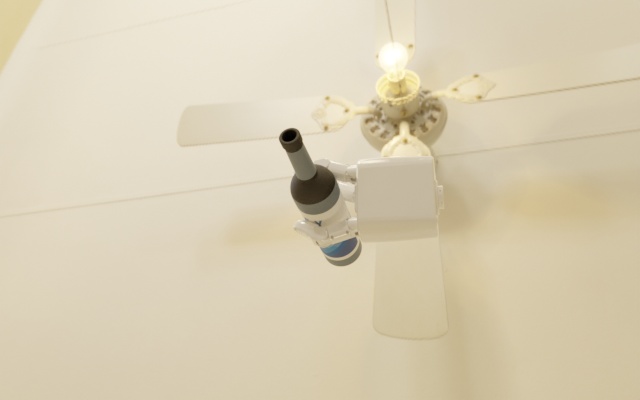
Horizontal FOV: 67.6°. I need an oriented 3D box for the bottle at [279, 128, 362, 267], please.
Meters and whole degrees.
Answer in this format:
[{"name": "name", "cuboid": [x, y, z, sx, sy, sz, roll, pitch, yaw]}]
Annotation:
[{"name": "bottle", "cuboid": [0.000, 0.002, 0.693, 0.069, 0.069, 0.296, 0, -33, 18]}]
